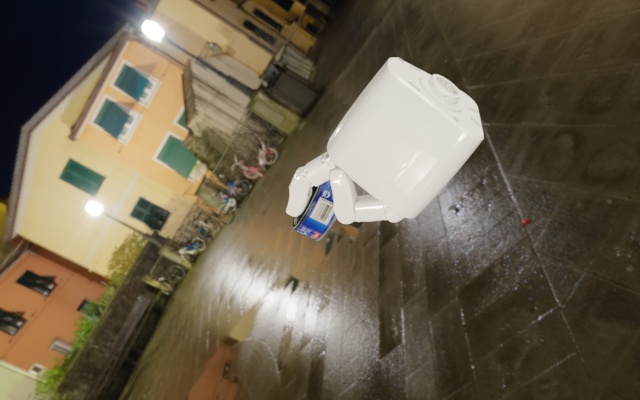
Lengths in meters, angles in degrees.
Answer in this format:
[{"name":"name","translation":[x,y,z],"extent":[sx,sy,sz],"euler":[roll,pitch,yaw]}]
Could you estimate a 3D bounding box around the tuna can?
[{"name":"tuna can","translation":[0.000,0.002,0.556],"extent":[0.034,0.086,0.086],"euler":[26,-5,-10]}]
